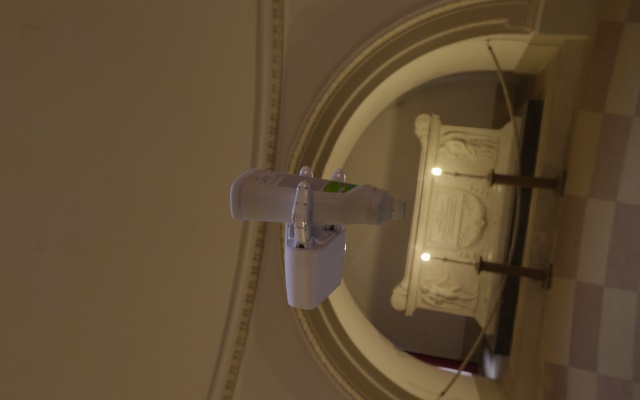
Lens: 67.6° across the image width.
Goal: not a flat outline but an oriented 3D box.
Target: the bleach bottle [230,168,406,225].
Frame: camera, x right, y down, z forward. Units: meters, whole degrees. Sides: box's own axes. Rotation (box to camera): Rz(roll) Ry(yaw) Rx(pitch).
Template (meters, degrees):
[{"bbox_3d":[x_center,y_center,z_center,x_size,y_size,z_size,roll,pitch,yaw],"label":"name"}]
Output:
[{"bbox_3d":[0.000,0.002,0.718,0.251,0.068,0.102,7,24,13],"label":"bleach bottle"}]
